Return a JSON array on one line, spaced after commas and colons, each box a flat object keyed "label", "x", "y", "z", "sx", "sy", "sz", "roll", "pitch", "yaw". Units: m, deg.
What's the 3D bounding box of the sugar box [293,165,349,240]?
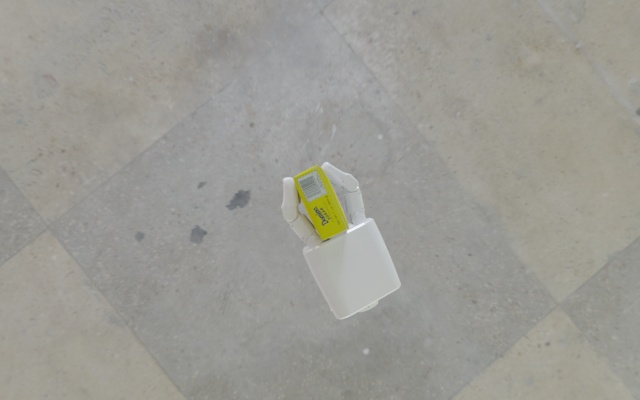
[{"label": "sugar box", "x": 0.000, "y": 0.003, "z": 0.699, "sx": 0.048, "sy": 0.093, "sz": 0.176, "roll": -24, "pitch": 0, "yaw": -2}]
